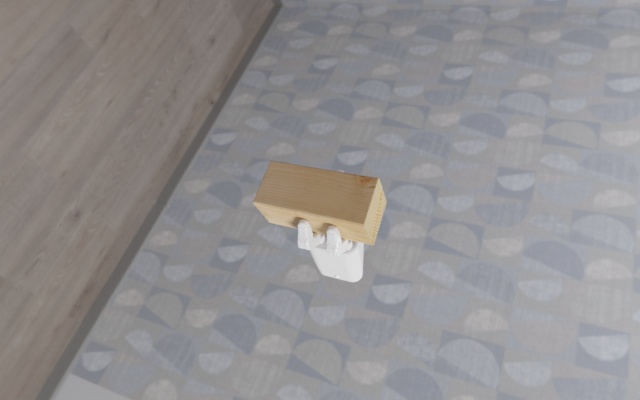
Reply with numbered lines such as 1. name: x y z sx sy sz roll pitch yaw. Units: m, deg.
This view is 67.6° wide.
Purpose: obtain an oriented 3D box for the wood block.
1. wood block: 0.000 0.003 0.842 0.206 0.090 0.090 11 -24 22
